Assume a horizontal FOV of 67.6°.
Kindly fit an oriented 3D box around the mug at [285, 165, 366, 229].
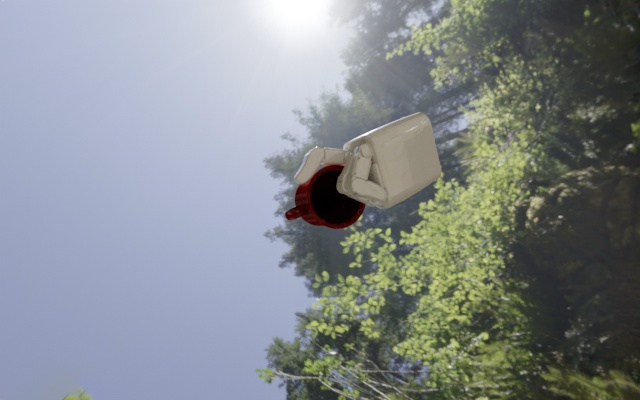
[{"bbox_3d":[-0.001,0.003,0.720,0.117,0.093,0.081,-27,6,-21],"label":"mug"}]
